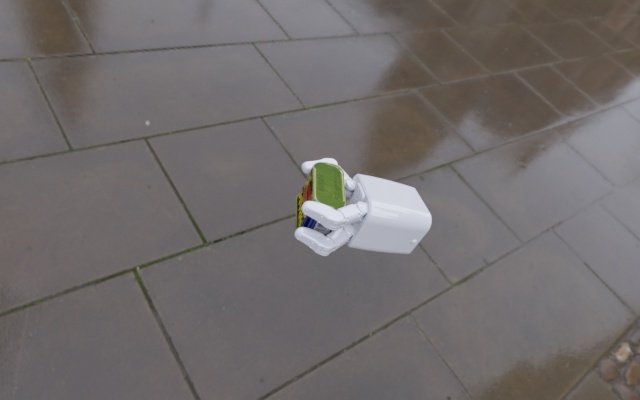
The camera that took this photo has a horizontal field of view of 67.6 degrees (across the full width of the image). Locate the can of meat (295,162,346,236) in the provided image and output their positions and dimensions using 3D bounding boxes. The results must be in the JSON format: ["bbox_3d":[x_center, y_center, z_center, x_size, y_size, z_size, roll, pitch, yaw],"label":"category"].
[{"bbox_3d":[0.000,0.002,0.741,0.057,0.102,0.084,12,-44,-15],"label":"can of meat"}]
